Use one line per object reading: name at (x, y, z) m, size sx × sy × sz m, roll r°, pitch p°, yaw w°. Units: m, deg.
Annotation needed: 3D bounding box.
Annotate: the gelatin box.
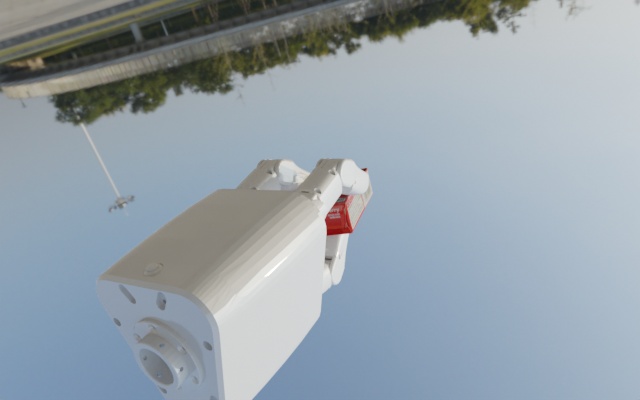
gelatin box at (0.000, 0.002, 0.417) m, size 0.073 × 0.030 × 0.089 m, roll -6°, pitch 20°, yaw 21°
